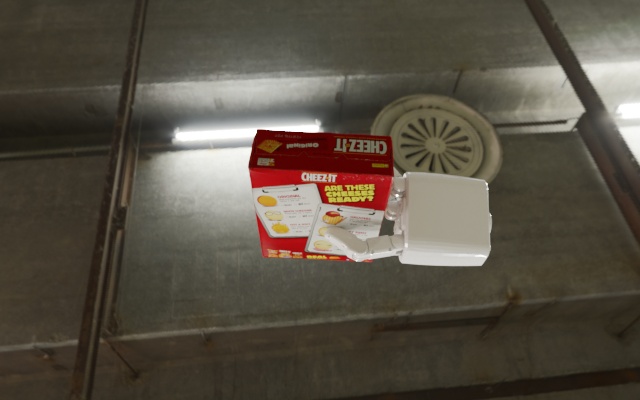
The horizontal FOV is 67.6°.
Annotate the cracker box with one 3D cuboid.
[{"bbox_3d":[0.000,0.002,0.628,0.164,0.072,0.214,3,-34,0],"label":"cracker box"}]
